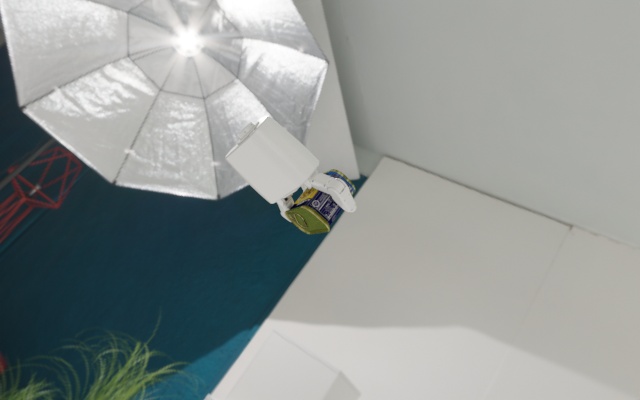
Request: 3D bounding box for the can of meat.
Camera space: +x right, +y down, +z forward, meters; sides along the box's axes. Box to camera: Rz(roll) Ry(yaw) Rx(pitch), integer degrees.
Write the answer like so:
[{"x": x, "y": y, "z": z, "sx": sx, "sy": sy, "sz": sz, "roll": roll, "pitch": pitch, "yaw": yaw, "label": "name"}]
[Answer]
[{"x": 0.000, "y": 0.002, "z": 0.759, "sx": 0.057, "sy": 0.084, "sz": 0.102, "roll": 42, "pitch": -21, "yaw": -14, "label": "can of meat"}]
